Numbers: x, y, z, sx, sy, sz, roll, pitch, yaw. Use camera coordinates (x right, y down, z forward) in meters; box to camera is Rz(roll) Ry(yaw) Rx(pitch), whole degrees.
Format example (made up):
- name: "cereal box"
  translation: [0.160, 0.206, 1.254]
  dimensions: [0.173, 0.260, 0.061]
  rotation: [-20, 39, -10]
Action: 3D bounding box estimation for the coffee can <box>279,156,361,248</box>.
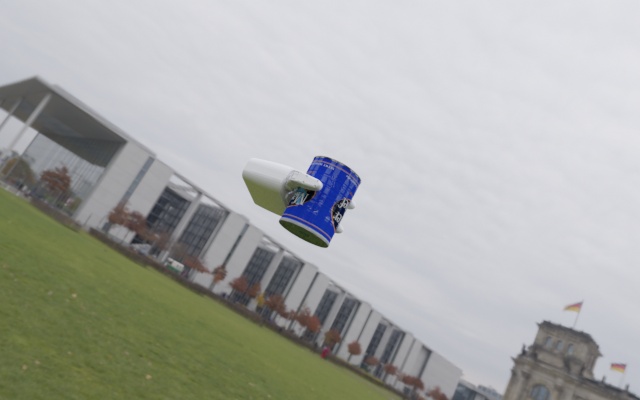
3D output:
- name: "coffee can"
  translation: [0.000, 0.003, 0.888]
  dimensions: [0.103, 0.140, 0.103]
  rotation: [26, -15, 8]
